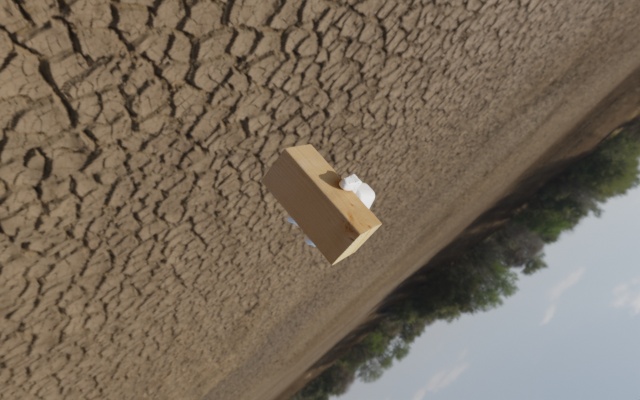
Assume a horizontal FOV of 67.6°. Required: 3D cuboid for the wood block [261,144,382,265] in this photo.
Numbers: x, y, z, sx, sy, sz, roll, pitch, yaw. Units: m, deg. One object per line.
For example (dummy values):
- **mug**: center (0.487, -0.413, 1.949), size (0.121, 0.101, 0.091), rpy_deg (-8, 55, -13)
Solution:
- **wood block**: center (0.001, 0.003, 0.878), size (0.091, 0.206, 0.090), rpy_deg (-50, -16, 30)
